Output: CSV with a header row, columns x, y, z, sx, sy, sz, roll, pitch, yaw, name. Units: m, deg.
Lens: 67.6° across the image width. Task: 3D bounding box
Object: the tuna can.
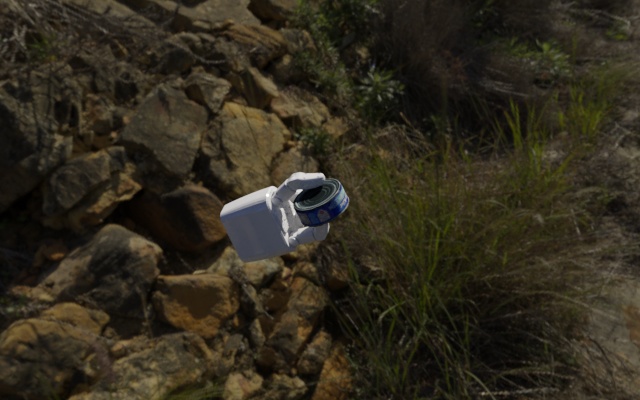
x,y,z,sx,sy,sz,roll,pitch,yaw,name
0.000,0.002,0.760,0.086,0.034,0.086,-22,28,12,tuna can
